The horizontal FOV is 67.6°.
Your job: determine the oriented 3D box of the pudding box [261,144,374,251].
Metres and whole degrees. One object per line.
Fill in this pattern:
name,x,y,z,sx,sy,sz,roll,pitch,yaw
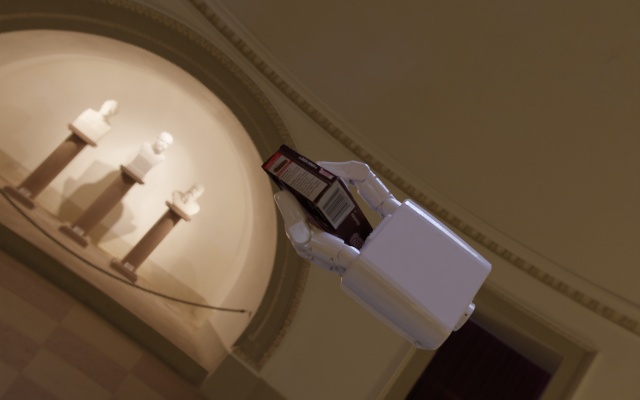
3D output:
pudding box,0.000,0.002,0.497,0.090,0.039,0.114,33,-15,39
